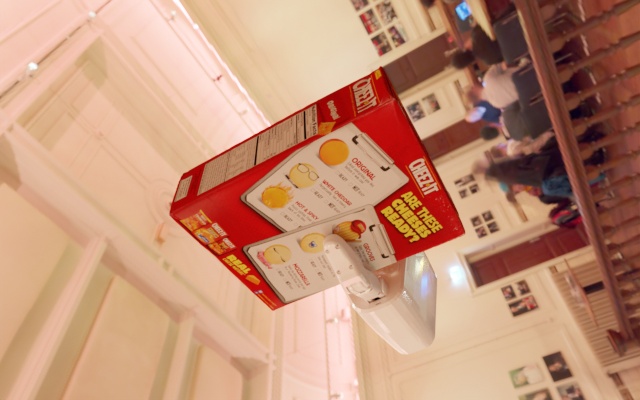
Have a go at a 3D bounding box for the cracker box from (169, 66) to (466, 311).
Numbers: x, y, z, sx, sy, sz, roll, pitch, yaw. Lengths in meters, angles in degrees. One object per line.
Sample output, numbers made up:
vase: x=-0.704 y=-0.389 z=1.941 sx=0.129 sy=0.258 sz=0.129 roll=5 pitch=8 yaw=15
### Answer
cracker box: x=0.000 y=0.002 z=0.444 sx=0.214 sy=0.164 sz=0.072 roll=-25 pitch=37 yaw=16
